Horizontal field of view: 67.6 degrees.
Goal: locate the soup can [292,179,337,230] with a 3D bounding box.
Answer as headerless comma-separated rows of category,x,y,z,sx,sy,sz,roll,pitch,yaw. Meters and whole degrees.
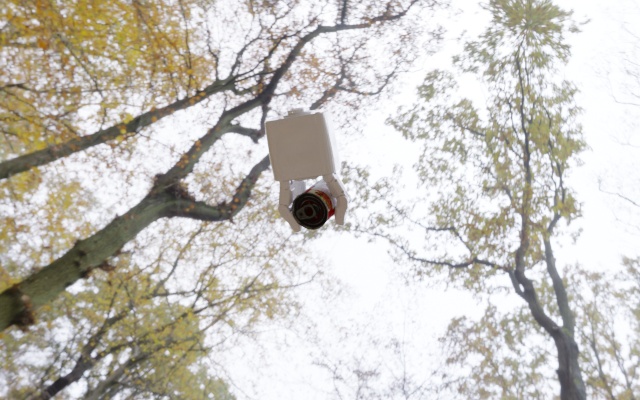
soup can,0.000,0.003,0.861,0.068,0.068,0.102,0,19,24
